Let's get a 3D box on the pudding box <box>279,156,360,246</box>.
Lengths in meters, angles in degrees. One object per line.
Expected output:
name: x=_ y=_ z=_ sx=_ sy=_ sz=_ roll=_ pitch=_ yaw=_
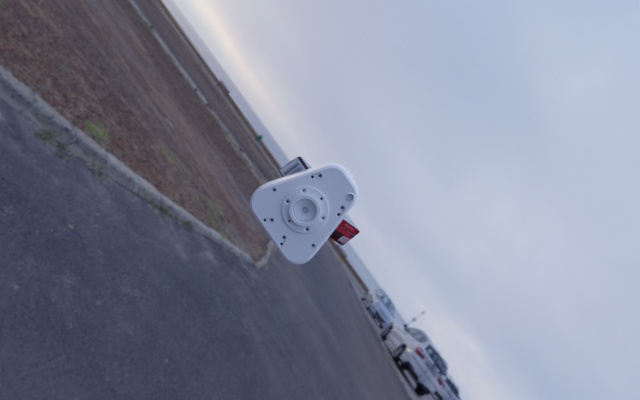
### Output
pudding box: x=0.000 y=0.002 z=0.659 sx=0.039 sy=0.113 sz=0.090 roll=-36 pitch=-26 yaw=7
